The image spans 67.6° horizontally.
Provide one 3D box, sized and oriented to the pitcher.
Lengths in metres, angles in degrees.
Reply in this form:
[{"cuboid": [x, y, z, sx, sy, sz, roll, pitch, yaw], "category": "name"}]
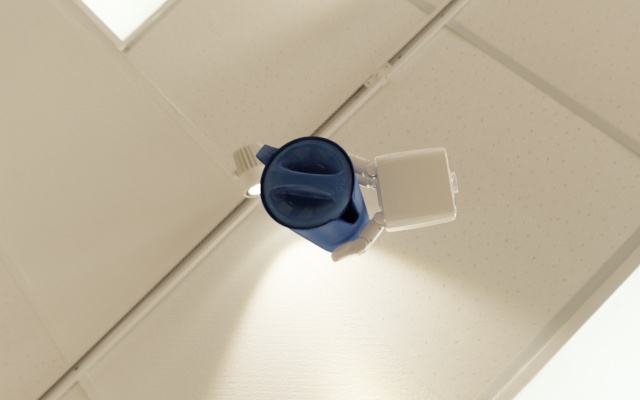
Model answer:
[{"cuboid": [0.000, 0.002, 0.744, 0.145, 0.149, 0.243, -11, -20, 10], "category": "pitcher"}]
